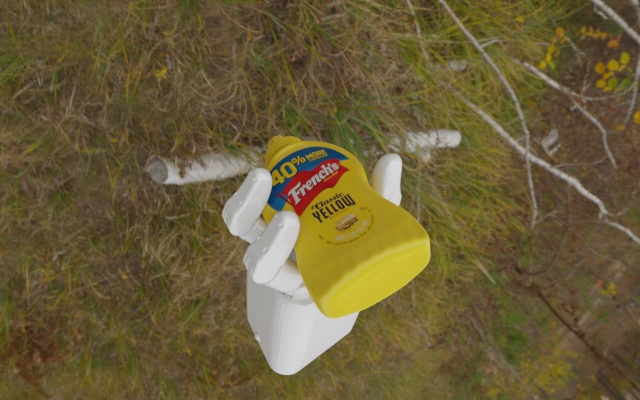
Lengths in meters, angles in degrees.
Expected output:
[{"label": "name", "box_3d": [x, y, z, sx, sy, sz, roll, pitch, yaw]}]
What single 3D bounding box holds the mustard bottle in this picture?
[{"label": "mustard bottle", "box_3d": [0.000, 0.001, 0.405, 0.096, 0.058, 0.191, -29, 48, -9]}]
